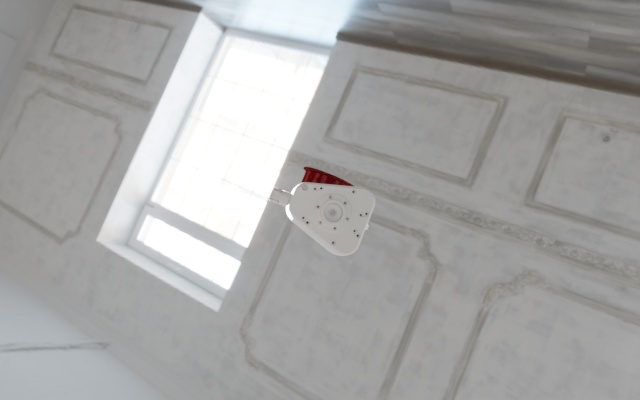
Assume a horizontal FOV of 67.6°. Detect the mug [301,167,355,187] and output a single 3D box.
[{"bbox_3d":[0.000,0.003,0.773,0.093,0.081,0.117,23,-4,-2],"label":"mug"}]
